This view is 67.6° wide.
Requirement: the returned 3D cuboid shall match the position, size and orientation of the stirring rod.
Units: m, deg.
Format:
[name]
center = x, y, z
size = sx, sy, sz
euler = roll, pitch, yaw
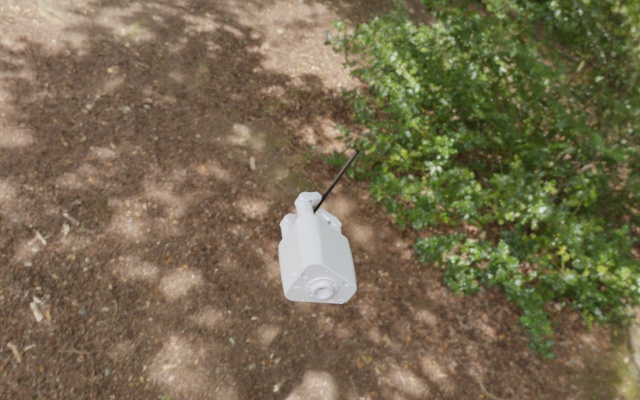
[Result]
[stirring rod]
center = 0.000, 0.003, 0.848
size = 0.011, 0.011, 0.240
euler = 0, -44, -45
